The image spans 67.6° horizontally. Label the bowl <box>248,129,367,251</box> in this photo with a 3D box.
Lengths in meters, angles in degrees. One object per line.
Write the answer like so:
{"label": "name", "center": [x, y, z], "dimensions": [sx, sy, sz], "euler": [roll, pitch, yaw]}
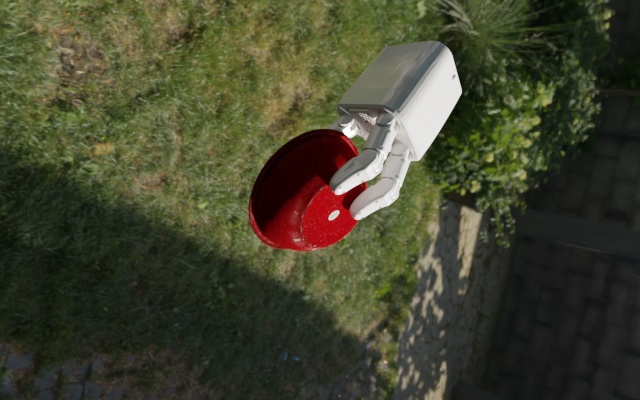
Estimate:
{"label": "bowl", "center": [0.000, 0.003, 0.552], "dimensions": [0.162, 0.162, 0.055], "euler": [0, 29, -42]}
